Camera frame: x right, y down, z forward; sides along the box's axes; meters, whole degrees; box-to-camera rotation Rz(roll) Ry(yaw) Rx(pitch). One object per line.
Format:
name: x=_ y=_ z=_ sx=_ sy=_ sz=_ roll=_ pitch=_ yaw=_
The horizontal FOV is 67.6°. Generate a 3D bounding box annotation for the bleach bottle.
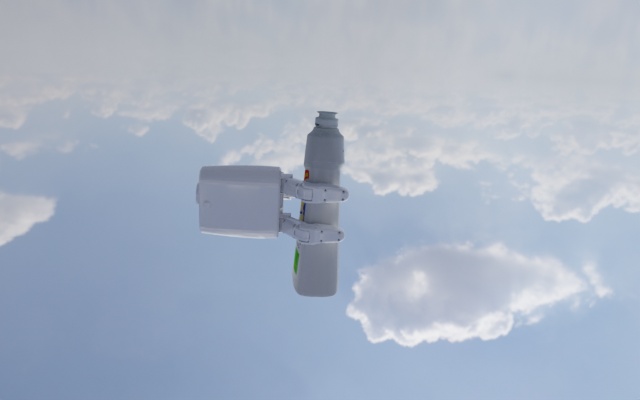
bleach bottle: x=0.000 y=0.002 z=0.667 sx=0.068 sy=0.251 sz=0.102 roll=2 pitch=16 yaw=-5
